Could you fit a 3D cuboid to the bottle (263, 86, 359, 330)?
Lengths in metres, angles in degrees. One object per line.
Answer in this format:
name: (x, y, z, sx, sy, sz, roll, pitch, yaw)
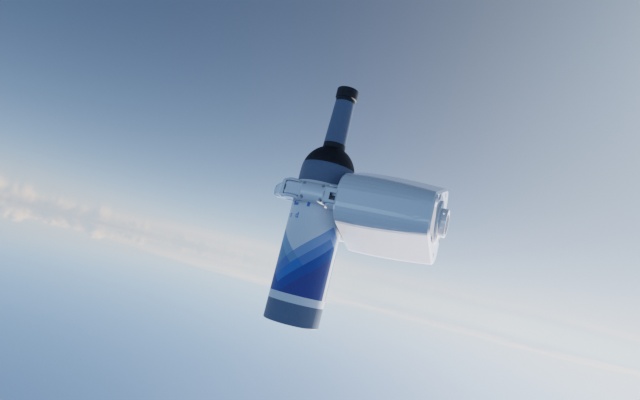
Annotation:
bottle: (0.000, 0.002, 0.581, 0.069, 0.295, 0.069, 14, -9, 2)
